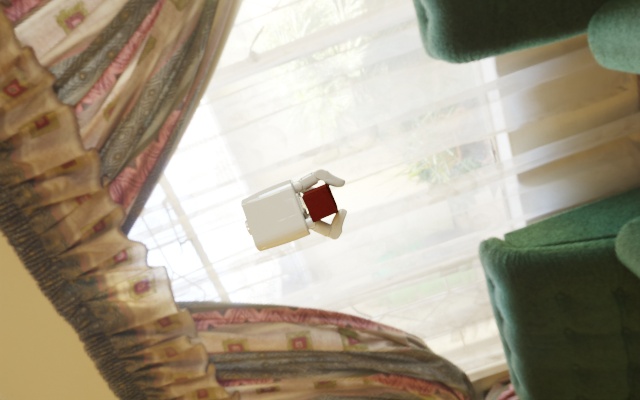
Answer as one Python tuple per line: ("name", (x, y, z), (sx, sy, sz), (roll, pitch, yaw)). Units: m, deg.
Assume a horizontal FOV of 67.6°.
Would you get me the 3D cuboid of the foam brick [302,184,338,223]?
("foam brick", (0.000, 0.003, 0.887), (0.051, 0.053, 0.078), (-22, 6, 4))
